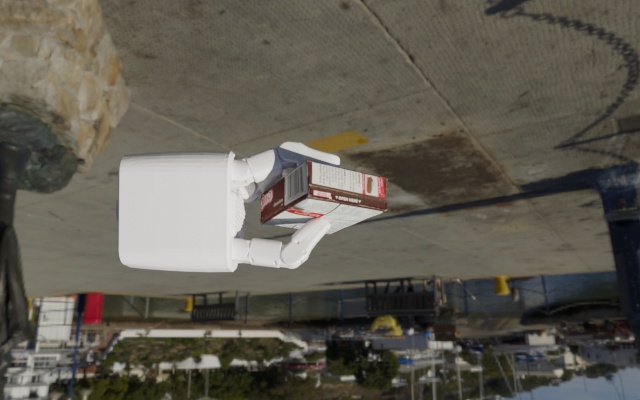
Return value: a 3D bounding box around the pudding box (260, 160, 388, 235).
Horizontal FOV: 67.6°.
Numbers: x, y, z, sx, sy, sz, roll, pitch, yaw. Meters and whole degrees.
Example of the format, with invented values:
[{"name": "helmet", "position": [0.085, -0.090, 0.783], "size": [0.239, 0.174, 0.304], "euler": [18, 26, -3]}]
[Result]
[{"name": "pudding box", "position": [0.000, 0.002, 0.485], "size": [0.090, 0.039, 0.113], "euler": [9, -19, -27]}]
